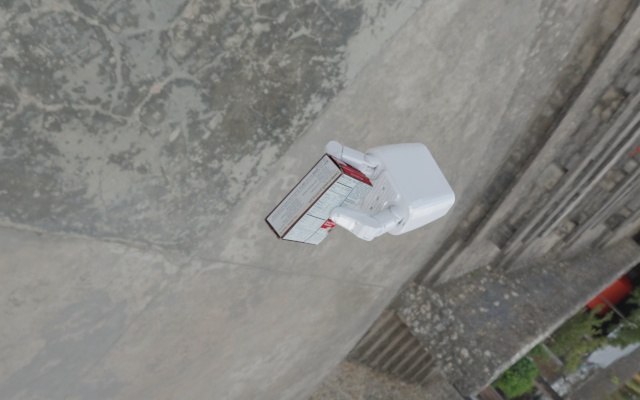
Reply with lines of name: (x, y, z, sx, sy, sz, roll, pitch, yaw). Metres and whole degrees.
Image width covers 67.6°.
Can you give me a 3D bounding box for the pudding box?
pudding box: (0.000, 0.002, 0.577, 0.039, 0.113, 0.090, 49, 14, 27)
